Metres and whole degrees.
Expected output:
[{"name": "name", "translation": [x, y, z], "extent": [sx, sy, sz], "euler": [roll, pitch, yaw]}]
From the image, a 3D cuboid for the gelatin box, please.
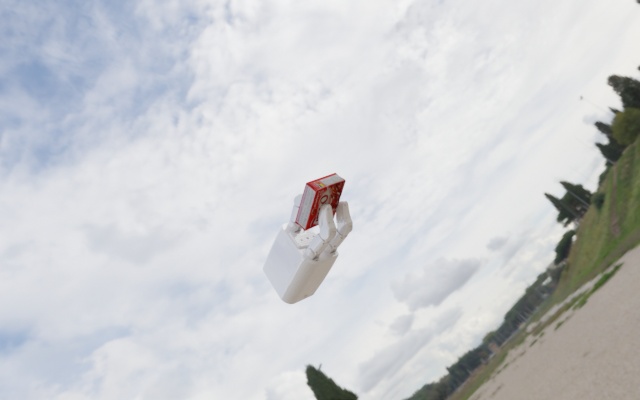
[{"name": "gelatin box", "translation": [0.000, 0.002, 0.819], "extent": [0.073, 0.089, 0.030], "euler": [-21, 49, -42]}]
